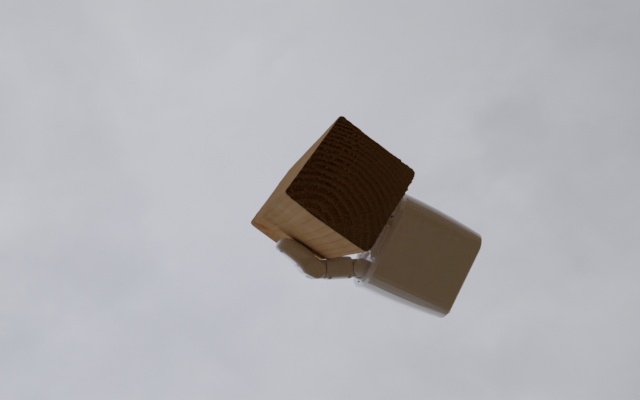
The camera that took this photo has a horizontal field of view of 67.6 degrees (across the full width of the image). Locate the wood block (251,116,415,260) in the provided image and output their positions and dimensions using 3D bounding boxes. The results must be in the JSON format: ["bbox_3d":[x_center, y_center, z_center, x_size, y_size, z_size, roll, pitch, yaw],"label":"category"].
[{"bbox_3d":[0.000,0.002,0.507,0.090,0.090,0.206,36,-18,-7],"label":"wood block"}]
